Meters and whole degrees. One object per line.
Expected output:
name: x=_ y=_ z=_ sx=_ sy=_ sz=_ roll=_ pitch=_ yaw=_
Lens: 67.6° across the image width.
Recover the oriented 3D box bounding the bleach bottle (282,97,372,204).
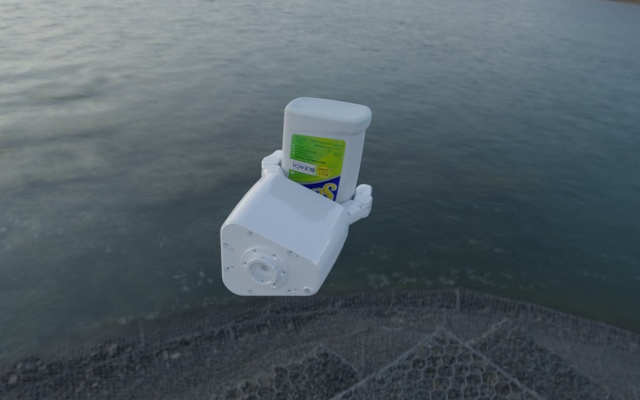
bleach bottle: x=0.000 y=0.002 z=0.609 sx=0.102 sy=0.251 sz=0.068 roll=11 pitch=30 yaw=13
